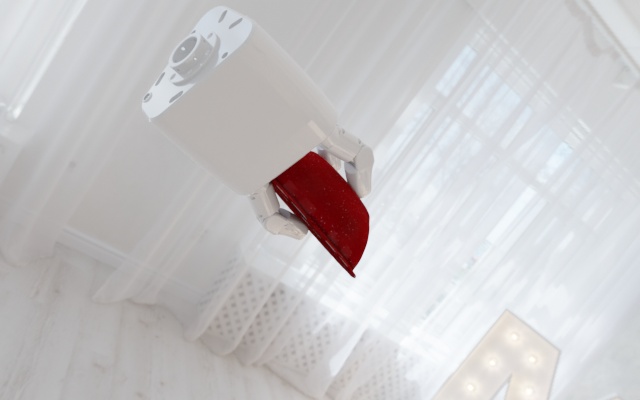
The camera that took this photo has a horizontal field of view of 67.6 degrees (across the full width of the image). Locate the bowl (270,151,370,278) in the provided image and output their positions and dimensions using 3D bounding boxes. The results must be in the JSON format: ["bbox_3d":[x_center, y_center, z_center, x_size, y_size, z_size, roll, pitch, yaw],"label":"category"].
[{"bbox_3d":[0.001,0.002,0.489,0.055,0.162,0.162,-41,4,-5],"label":"bowl"}]
